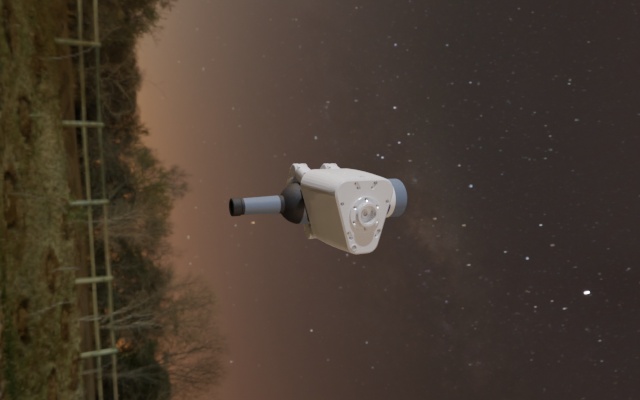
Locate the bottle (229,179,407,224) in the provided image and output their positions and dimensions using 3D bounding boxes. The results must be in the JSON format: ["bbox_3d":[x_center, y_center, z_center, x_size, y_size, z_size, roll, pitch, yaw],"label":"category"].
[{"bbox_3d":[0.000,0.003,0.769,0.296,0.069,0.069,-3,1,-26],"label":"bottle"}]
